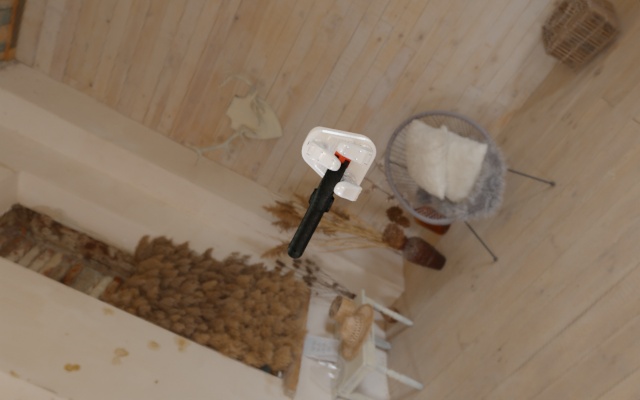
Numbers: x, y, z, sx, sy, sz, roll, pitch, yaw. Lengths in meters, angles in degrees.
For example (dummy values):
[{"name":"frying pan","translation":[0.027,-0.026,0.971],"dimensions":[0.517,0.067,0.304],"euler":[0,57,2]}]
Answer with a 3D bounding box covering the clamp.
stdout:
[{"name":"clamp","translation":[0.000,0.002,0.749],"dimensions":[0.039,0.171,0.120],"euler":[28,12,-5]}]
